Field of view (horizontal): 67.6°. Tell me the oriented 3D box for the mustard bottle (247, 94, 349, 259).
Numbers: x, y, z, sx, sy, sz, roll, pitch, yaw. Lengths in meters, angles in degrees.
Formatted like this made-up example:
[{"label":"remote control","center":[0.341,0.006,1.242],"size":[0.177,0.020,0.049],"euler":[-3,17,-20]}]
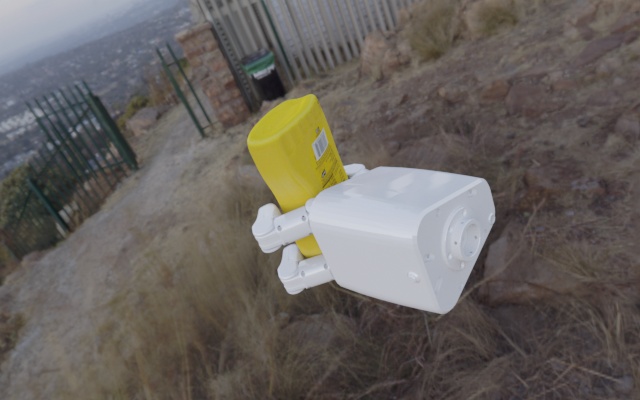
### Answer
[{"label":"mustard bottle","center":[0.000,0.001,0.467],"size":[0.058,0.192,0.096],"euler":[-9,31,27]}]
